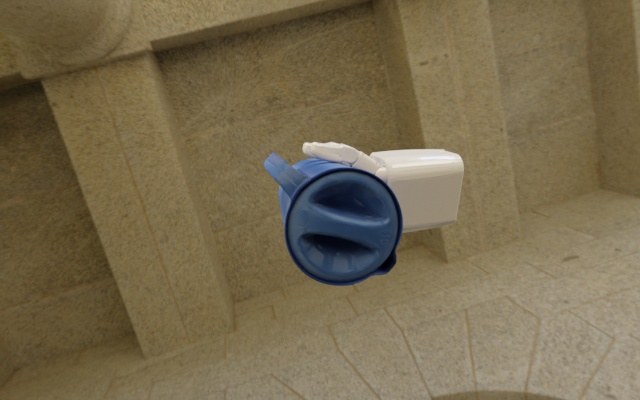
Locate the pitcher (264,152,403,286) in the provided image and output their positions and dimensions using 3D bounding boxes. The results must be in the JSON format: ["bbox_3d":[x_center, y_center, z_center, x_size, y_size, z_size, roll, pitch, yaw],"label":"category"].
[{"bbox_3d":[0.000,0.002,0.628,0.145,0.149,0.242,-6,12,-9],"label":"pitcher"}]
